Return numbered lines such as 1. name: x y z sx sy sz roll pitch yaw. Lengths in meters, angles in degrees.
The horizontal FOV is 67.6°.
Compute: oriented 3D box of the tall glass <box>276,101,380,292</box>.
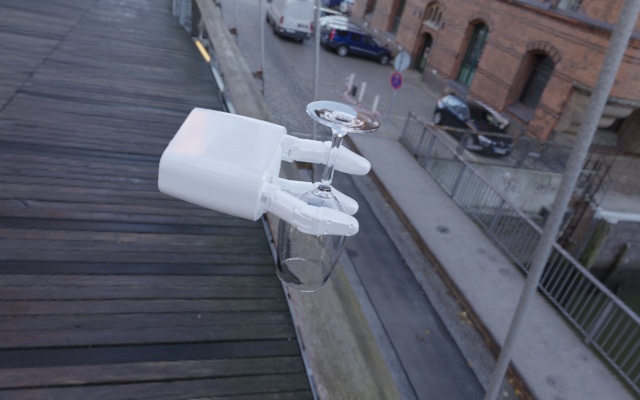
1. tall glass: 0.000 0.001 0.512 0.079 0.201 0.079 11 29 -6
